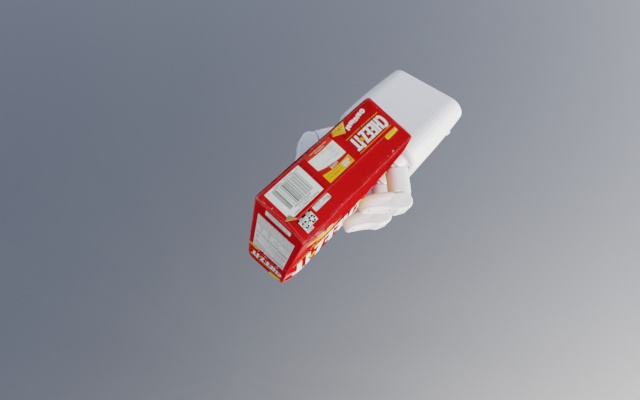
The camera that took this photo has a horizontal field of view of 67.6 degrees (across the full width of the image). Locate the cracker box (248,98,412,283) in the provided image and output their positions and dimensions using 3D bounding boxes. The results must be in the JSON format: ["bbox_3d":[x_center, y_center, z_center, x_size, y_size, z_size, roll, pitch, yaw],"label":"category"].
[{"bbox_3d":[0.000,0.002,0.553,0.164,0.072,0.214,-44,-7,-21],"label":"cracker box"}]
